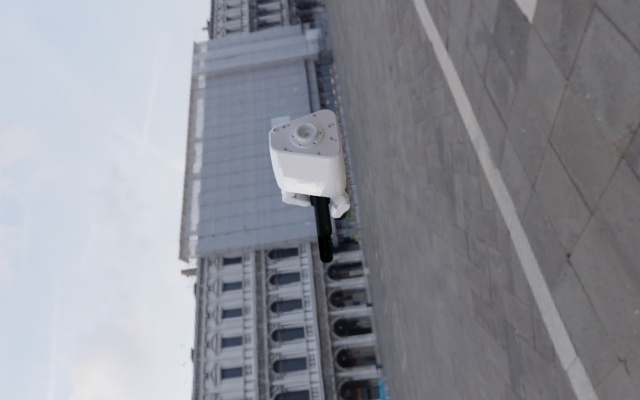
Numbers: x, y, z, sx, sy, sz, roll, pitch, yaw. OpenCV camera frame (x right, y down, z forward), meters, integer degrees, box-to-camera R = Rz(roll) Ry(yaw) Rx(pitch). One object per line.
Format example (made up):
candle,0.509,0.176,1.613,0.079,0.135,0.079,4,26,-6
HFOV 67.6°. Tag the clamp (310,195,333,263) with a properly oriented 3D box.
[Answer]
clamp,-0.001,0.002,0.862,0.036,0.209,0.165,-6,-30,-2
